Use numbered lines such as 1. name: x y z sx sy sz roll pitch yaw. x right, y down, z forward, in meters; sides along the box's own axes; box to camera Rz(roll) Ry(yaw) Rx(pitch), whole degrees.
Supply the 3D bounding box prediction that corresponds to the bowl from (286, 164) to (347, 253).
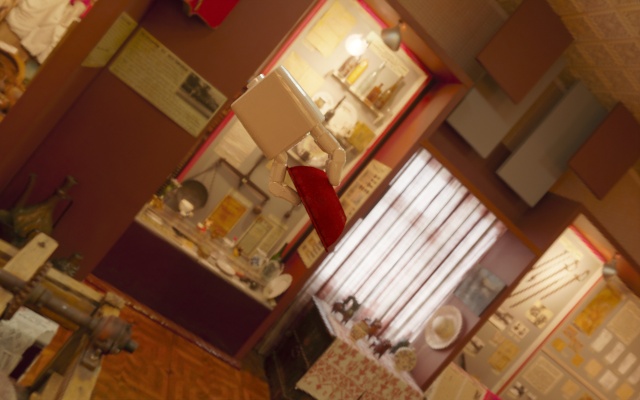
1. bowl: 0.001 0.004 0.792 0.055 0.162 0.162 -25 0 -1
